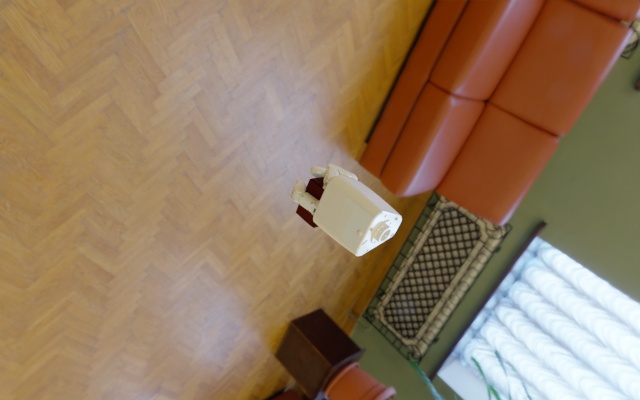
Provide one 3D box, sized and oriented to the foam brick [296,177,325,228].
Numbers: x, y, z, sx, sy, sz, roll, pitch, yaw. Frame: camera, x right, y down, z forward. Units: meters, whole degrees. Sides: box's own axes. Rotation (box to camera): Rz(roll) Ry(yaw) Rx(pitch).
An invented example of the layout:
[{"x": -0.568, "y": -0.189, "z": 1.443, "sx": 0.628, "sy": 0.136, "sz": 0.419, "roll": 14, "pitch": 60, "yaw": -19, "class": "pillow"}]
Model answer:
[{"x": 0.000, "y": 0.003, "z": 0.872, "sx": 0.051, "sy": 0.078, "sz": 0.053, "roll": 40, "pitch": 30, "yaw": 29, "class": "foam brick"}]
